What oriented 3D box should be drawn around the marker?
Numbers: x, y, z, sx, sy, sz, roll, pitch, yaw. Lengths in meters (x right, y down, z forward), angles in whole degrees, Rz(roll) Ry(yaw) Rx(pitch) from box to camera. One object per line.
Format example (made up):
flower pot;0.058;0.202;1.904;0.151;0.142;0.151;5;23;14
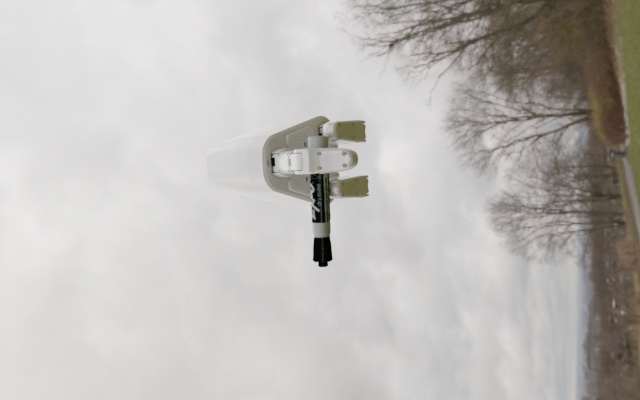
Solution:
marker;0.000;0.001;0.443;0.020;0.121;0.020;-2;4;0
